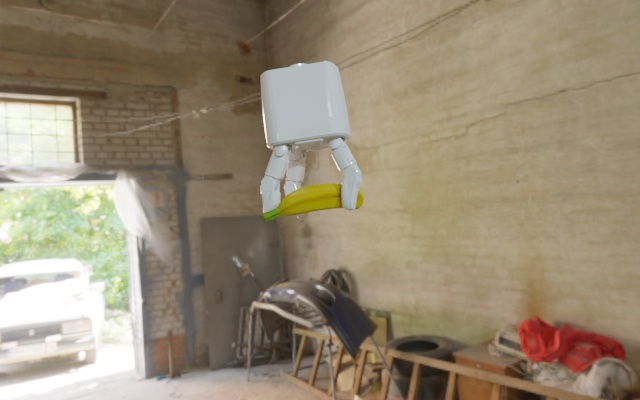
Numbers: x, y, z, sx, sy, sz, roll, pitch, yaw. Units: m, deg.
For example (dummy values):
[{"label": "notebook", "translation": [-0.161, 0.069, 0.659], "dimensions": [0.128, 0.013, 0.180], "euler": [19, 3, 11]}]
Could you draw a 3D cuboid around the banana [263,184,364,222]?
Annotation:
[{"label": "banana", "translation": [0.010, -0.002, 0.689], "dimensions": [0.198, 0.037, 0.069], "euler": [-5, -11, -45]}]
